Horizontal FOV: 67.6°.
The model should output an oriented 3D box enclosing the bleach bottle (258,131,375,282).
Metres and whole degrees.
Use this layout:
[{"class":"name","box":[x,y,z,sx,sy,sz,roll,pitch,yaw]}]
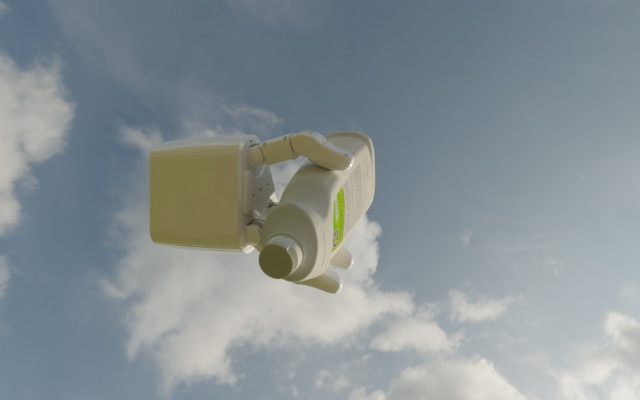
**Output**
[{"class":"bleach bottle","box":[0.000,0.002,0.471,0.068,0.102,0.250,0,17,17]}]
